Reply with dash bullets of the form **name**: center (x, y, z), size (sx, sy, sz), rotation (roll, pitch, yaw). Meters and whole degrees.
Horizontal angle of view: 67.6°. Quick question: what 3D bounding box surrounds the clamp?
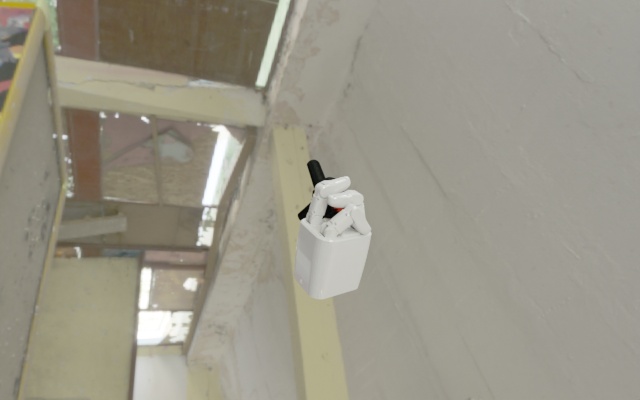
- **clamp**: center (0.001, 0.003, 0.858), size (0.039, 0.120, 0.171), rotation (2, 18, -20)
